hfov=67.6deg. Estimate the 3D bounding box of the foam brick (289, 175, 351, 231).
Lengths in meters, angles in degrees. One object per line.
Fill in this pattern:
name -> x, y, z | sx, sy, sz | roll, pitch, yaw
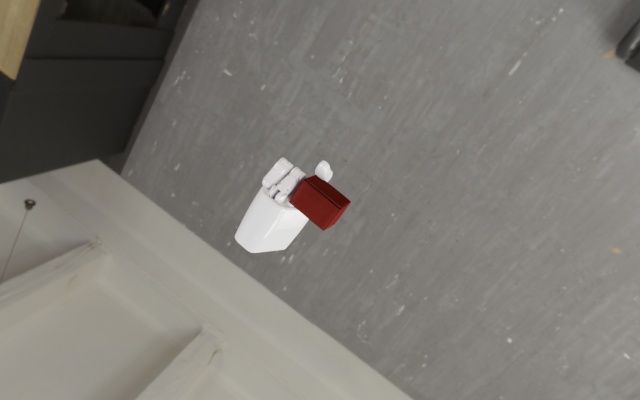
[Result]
foam brick -> 0.000, 0.003, 0.782 | 0.078, 0.051, 0.053 | 40, 23, 12
